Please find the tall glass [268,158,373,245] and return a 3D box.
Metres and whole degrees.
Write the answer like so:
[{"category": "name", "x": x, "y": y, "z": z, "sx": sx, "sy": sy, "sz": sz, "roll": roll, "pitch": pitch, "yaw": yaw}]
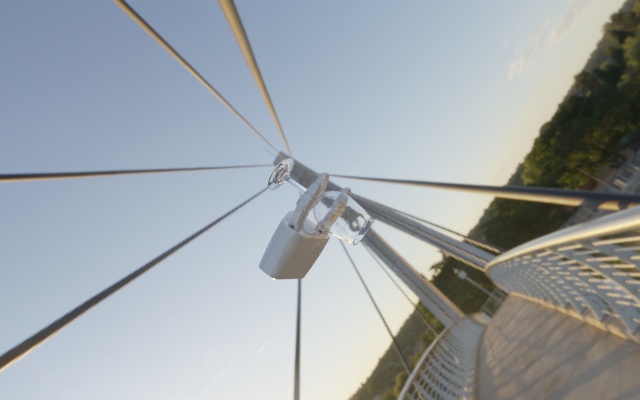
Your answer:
[{"category": "tall glass", "x": 0.000, "y": 0.002, "z": 0.896, "sx": 0.201, "sy": 0.079, "sz": 0.079, "roll": 35, "pitch": 12, "yaw": 17}]
